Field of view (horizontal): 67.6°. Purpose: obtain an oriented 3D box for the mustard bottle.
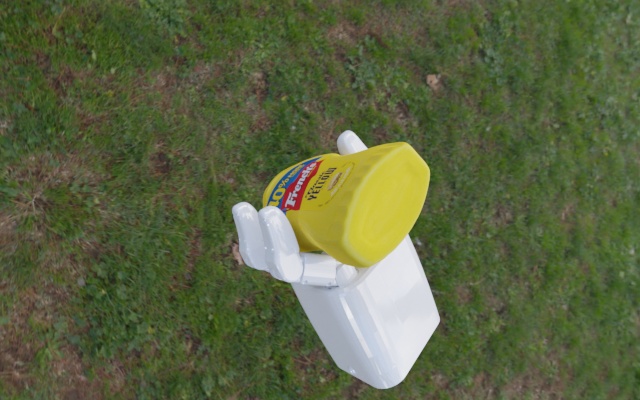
[{"bbox_3d":[0.000,0.001,0.413,0.058,0.096,0.191,42,-20,-25],"label":"mustard bottle"}]
